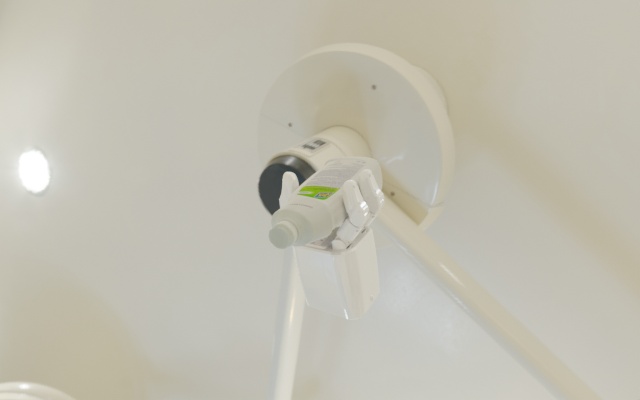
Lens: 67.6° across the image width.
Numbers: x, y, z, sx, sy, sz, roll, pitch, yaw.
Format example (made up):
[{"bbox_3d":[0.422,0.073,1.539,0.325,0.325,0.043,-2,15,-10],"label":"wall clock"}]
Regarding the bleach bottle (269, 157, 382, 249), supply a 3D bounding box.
[{"bbox_3d":[0.000,0.002,0.667,0.102,0.068,0.250,0,20,29],"label":"bleach bottle"}]
